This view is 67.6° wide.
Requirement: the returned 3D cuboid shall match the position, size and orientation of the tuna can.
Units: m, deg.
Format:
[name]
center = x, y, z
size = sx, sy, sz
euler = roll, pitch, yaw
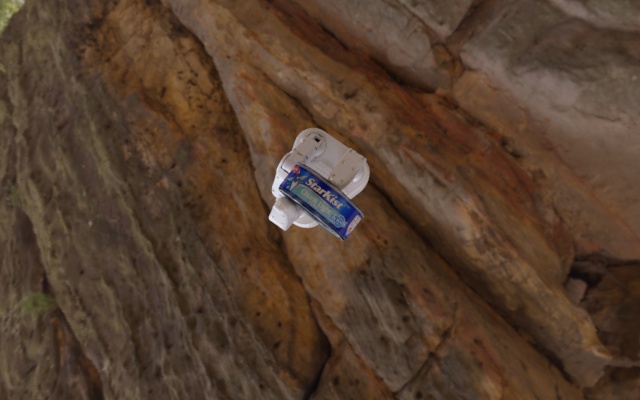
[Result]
[tuna can]
center = 0.000, 0.002, 0.473
size = 0.086, 0.034, 0.086
euler = 38, -5, 4
